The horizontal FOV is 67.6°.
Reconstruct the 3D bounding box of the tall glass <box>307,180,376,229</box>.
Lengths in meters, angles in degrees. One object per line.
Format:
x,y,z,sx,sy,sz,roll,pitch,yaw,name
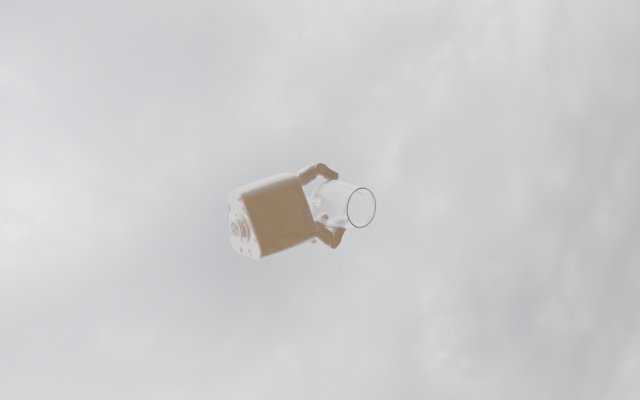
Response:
0.000,0.002,0.796,0.079,0.079,0.201,0,5,-39,tall glass
